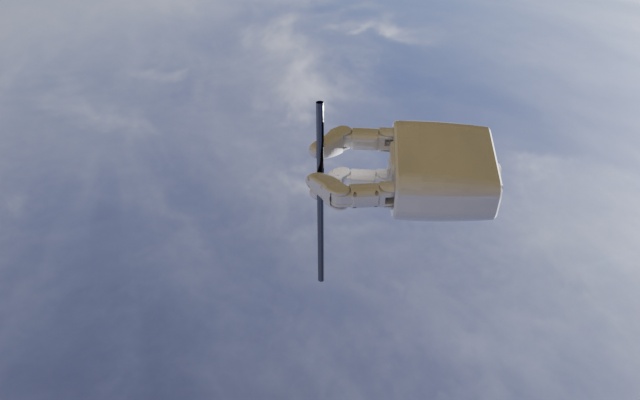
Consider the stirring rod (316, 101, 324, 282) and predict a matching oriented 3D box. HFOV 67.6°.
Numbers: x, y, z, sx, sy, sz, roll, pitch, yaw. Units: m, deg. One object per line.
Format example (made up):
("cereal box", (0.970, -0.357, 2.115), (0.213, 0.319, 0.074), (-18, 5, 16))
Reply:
("stirring rod", (0.000, 0.002, 0.542), (0.011, 0.240, 0.011), (0, 34, 0))
